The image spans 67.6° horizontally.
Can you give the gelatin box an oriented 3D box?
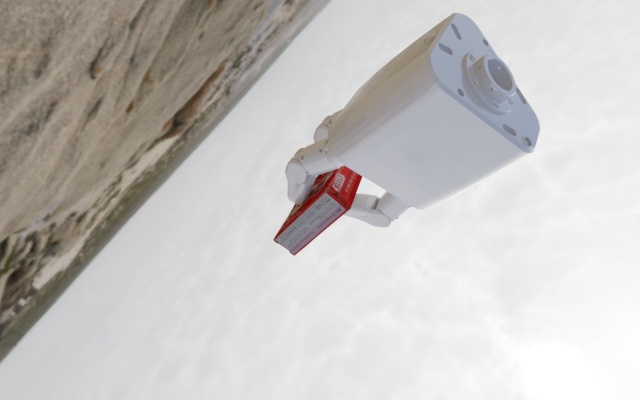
[{"bbox_3d":[0.000,0.002,0.454,0.089,0.030,0.073,-44,12,37],"label":"gelatin box"}]
